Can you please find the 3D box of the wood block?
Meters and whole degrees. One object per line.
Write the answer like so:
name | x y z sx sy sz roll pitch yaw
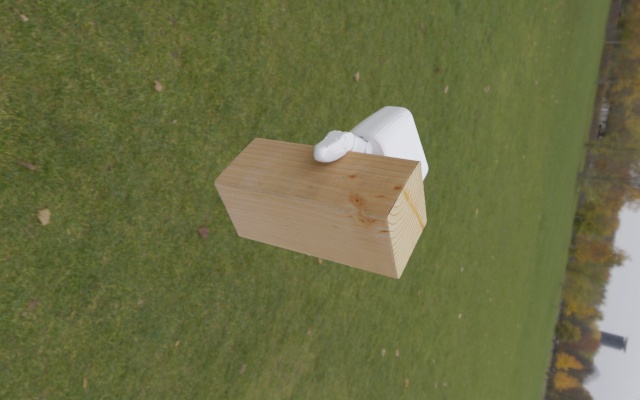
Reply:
wood block | 0.000 0.001 0.525 0.206 0.091 0.090 11 46 29
